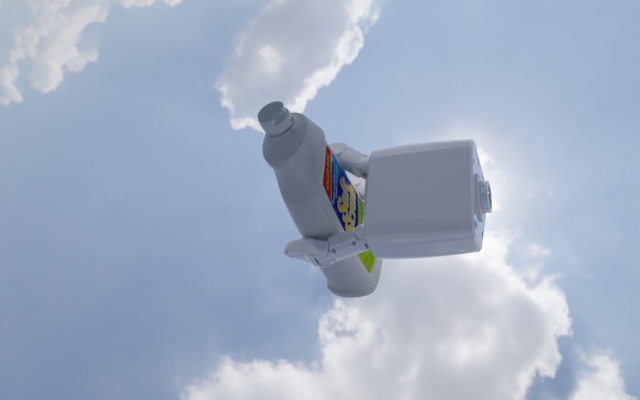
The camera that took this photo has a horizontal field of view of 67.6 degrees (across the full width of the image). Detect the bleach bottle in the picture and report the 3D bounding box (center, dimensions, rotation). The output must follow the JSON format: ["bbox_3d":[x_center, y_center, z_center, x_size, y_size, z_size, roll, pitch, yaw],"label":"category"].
[{"bbox_3d":[0.000,0.002,0.527,0.068,0.102,0.251,-5,-42,27],"label":"bleach bottle"}]
